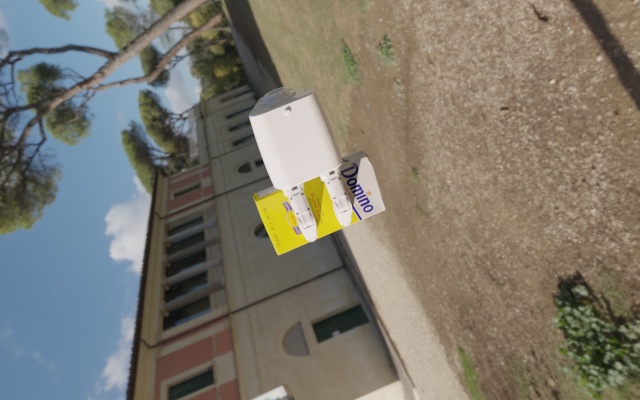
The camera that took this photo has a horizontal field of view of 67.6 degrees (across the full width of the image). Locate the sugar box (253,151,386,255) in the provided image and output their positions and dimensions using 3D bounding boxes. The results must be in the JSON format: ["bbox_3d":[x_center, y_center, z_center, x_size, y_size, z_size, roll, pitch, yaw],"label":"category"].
[{"bbox_3d":[0.000,0.002,0.704,0.176,0.093,0.048,-22,20,-4],"label":"sugar box"}]
